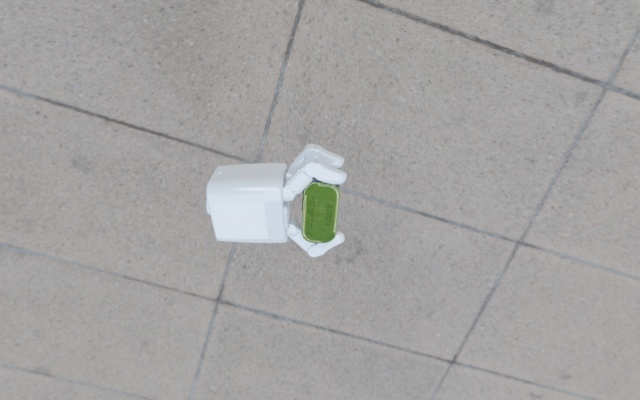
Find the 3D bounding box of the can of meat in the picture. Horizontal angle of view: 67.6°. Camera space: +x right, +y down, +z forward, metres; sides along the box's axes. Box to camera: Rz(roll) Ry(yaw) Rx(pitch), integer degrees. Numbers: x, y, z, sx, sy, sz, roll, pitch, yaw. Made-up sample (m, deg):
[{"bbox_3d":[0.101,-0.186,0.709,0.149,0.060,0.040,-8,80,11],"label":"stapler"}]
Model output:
[{"bbox_3d":[0.000,0.003,0.710,0.057,0.102,0.084,4,25,-1],"label":"can of meat"}]
